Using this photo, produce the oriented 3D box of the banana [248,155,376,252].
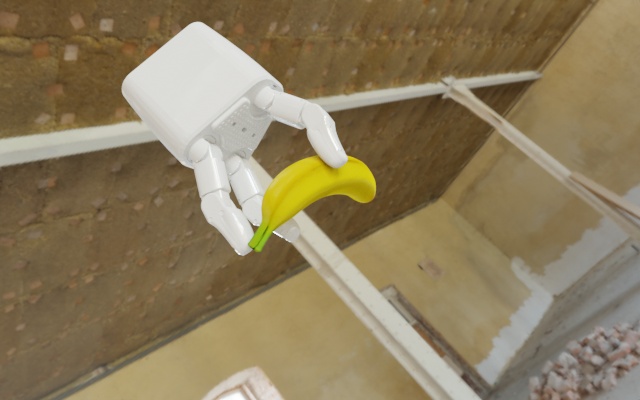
[{"bbox_3d":[0.005,-0.012,0.447,0.037,0.070,0.198,40,32,22],"label":"banana"}]
